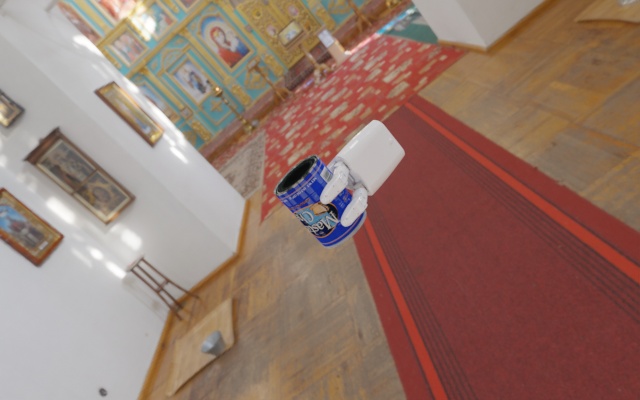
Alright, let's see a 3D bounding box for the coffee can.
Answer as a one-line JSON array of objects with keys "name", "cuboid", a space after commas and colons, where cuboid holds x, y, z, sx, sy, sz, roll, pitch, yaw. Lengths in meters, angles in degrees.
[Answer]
[{"name": "coffee can", "cuboid": [0.000, 0.003, 0.858, 0.103, 0.140, 0.102, -37, 19, 15]}]
